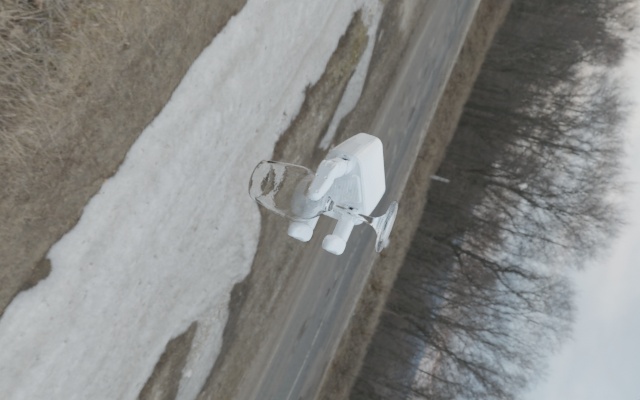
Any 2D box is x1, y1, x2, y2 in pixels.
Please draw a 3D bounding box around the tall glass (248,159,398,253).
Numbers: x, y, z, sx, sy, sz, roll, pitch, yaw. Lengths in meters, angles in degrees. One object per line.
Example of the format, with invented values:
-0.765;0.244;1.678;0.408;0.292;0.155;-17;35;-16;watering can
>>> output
0.001;0.002;0.663;0.201;0.079;0.079;20;6;18;tall glass
